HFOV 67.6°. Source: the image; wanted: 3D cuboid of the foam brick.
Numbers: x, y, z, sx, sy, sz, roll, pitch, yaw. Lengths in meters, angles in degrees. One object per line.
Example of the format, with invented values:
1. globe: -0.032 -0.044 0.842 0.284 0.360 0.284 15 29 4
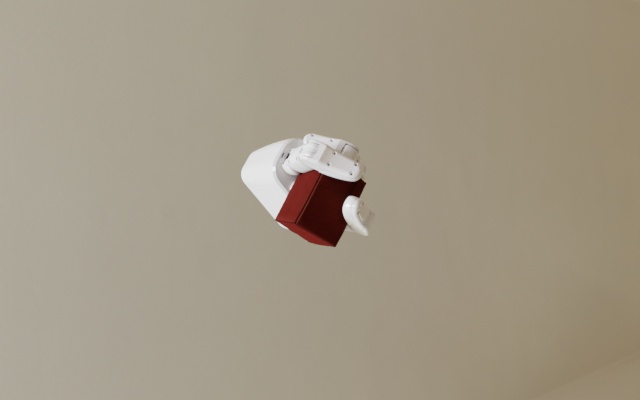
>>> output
1. foam brick: 0.000 0.002 0.489 0.053 0.078 0.051 35 -17 -26
